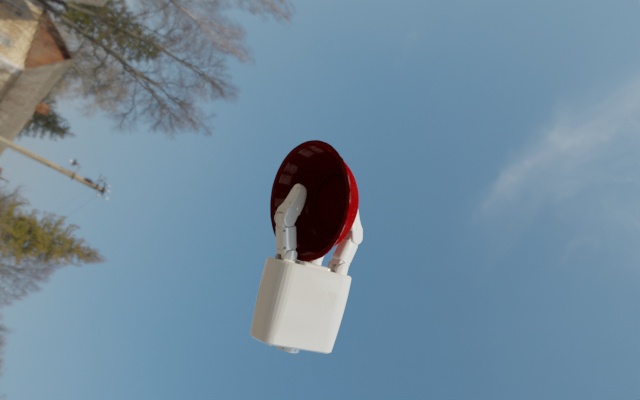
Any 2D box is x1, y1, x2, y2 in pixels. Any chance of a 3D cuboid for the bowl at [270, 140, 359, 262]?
[{"bbox_3d":[0.001,0.001,0.648,0.055,0.162,0.162,7,-4,-42],"label":"bowl"}]
